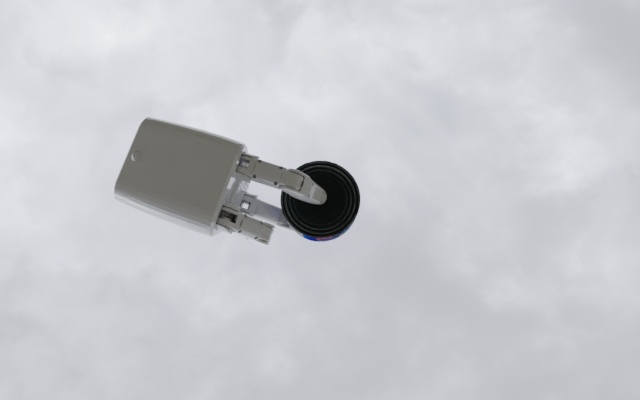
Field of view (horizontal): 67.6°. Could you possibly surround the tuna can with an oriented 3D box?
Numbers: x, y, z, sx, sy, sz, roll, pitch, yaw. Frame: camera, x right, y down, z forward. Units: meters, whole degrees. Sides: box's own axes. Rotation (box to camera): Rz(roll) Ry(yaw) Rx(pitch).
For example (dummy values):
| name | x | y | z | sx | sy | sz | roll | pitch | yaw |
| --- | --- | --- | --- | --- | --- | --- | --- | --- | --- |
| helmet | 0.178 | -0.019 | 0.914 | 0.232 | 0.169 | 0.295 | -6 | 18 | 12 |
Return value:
| name | x | y | z | sx | sy | sz | roll | pitch | yaw |
| --- | --- | --- | --- | --- | --- | --- | --- | --- | --- |
| tuna can | 0.000 | 0.002 | 0.526 | 0.086 | 0.086 | 0.034 | 0 | -14 | 1 |
